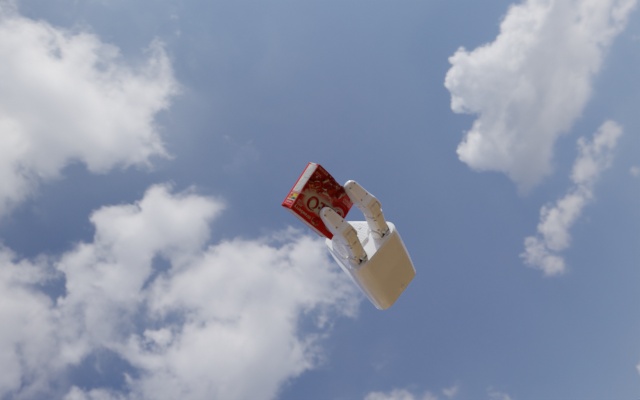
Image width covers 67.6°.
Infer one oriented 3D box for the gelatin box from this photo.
[{"bbox_3d":[0.000,0.002,0.667,0.089,0.073,0.030,41,-14,-33],"label":"gelatin box"}]
